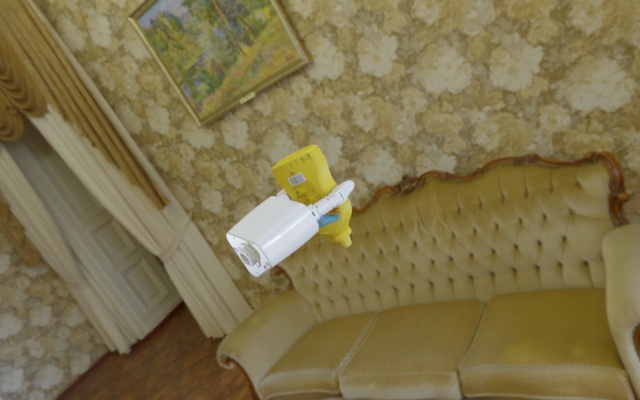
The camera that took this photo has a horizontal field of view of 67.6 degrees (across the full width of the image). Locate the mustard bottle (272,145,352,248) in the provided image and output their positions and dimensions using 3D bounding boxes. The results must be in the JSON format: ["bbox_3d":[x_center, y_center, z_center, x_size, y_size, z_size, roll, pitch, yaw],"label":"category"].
[{"bbox_3d":[0.000,0.002,0.839,0.096,0.192,0.058,-22,17,34],"label":"mustard bottle"}]
